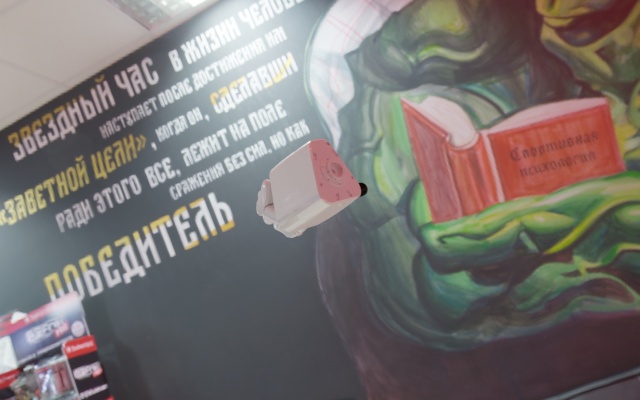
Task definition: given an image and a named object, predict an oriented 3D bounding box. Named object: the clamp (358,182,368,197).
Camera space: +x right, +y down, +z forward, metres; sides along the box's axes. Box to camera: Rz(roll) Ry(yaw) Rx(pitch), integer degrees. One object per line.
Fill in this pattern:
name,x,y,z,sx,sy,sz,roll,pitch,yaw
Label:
clamp,0.000,0.002,0.847,0.171,0.039,0.120,-14,-14,-46
